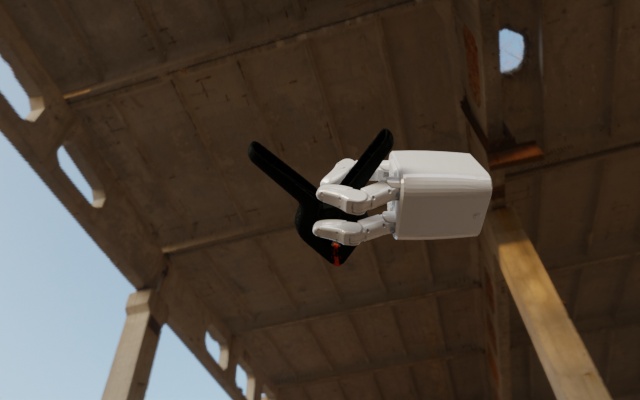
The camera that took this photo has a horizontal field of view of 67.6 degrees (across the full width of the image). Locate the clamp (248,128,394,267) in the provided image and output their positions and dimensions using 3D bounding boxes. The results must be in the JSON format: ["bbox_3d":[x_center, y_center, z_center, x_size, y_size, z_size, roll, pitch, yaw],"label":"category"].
[{"bbox_3d":[0.000,0.002,0.595,0.164,0.210,0.036,1,41,2],"label":"clamp"}]
